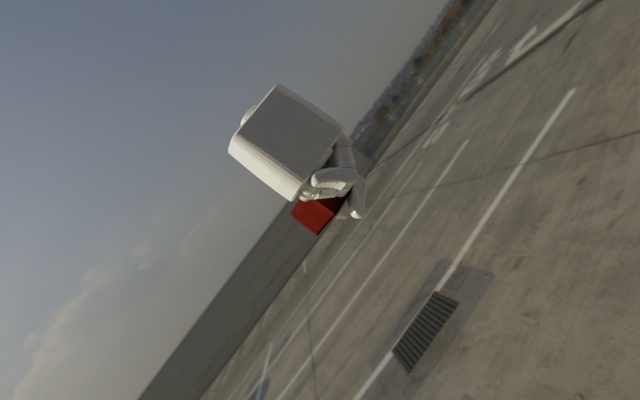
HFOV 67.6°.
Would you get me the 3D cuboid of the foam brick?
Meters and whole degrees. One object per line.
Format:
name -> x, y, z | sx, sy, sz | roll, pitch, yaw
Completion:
foam brick -> 0.000, 0.002, 0.664 | 0.051, 0.053, 0.078 | 35, -33, -1
